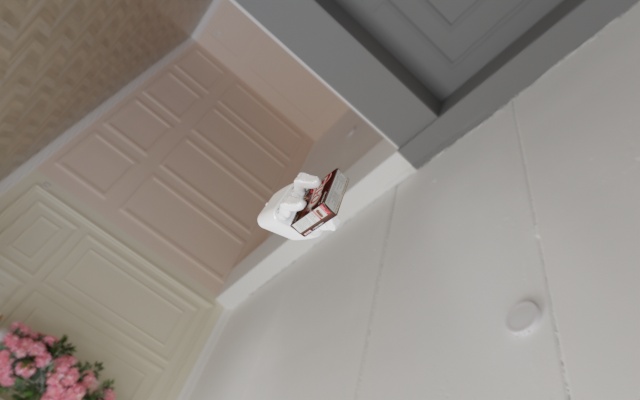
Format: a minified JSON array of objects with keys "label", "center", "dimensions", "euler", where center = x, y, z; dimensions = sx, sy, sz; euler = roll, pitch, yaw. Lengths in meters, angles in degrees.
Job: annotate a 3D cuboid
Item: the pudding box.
[{"label":"pudding box","center":[0.000,0.003,0.865],"dimensions":[0.090,0.039,0.113],"euler":[-37,21,35]}]
